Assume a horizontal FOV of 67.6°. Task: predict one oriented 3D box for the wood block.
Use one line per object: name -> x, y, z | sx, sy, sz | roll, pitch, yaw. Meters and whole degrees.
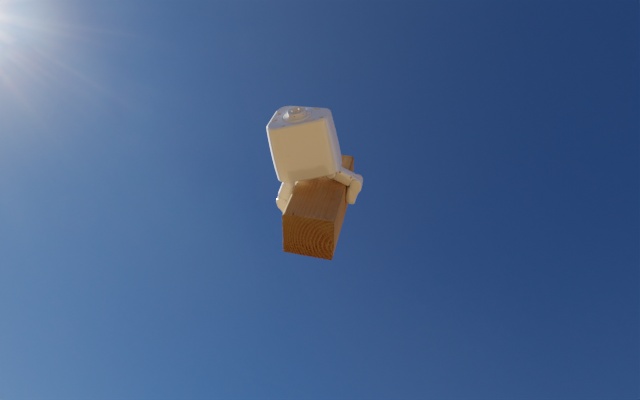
wood block -> 0.000, 0.003, 0.885 | 0.091, 0.090, 0.206 | 9, 38, 9
